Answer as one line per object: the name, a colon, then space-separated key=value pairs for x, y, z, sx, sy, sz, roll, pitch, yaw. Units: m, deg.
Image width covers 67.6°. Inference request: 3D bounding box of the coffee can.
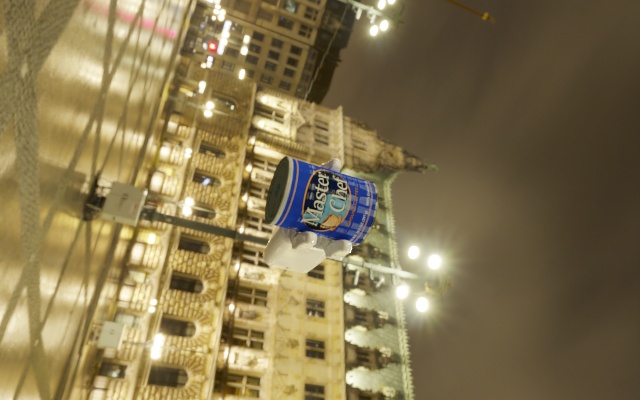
coffee can: x=0.000 y=0.002 z=0.708 sx=0.140 sy=0.103 sz=0.103 roll=15 pitch=-5 yaw=-18
